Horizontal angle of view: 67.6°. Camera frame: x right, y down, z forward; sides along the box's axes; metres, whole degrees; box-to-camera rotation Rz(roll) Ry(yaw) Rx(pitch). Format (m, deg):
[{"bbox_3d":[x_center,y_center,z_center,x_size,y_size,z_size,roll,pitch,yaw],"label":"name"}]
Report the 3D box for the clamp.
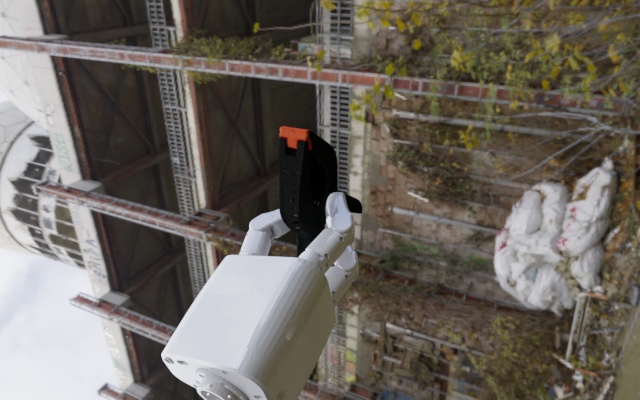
[{"bbox_3d":[-0.001,0.001,0.493,0.036,0.210,0.164,11,46,22],"label":"clamp"}]
